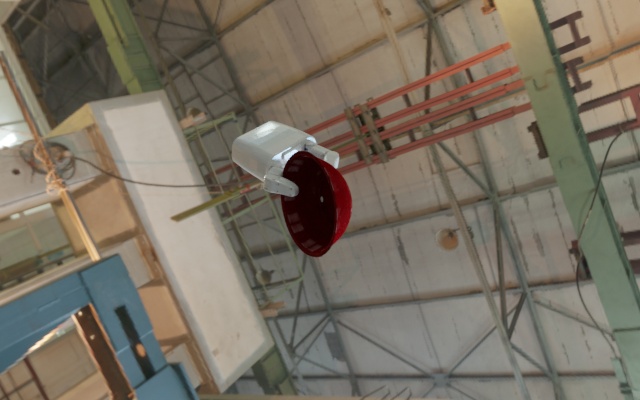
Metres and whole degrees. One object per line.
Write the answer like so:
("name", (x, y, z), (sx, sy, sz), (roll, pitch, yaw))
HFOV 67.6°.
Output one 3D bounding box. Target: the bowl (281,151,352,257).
("bowl", (0.001, 0.003, 0.729), (0.055, 0.162, 0.162), (-10, 5, -31))
